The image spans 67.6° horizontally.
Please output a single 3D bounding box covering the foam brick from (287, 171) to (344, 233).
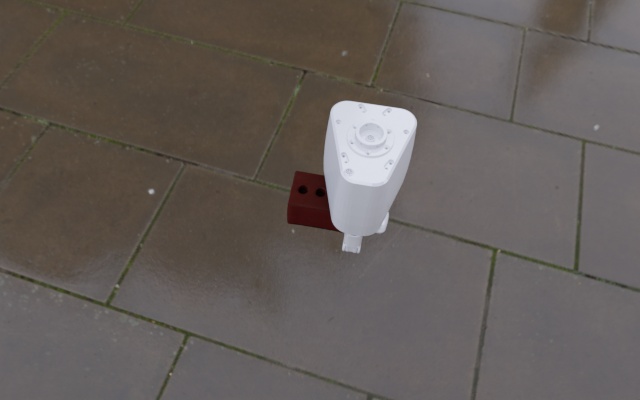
[{"bbox_3d":[0.000,0.002,0.606,0.078,0.053,0.051,9,-30,4],"label":"foam brick"}]
